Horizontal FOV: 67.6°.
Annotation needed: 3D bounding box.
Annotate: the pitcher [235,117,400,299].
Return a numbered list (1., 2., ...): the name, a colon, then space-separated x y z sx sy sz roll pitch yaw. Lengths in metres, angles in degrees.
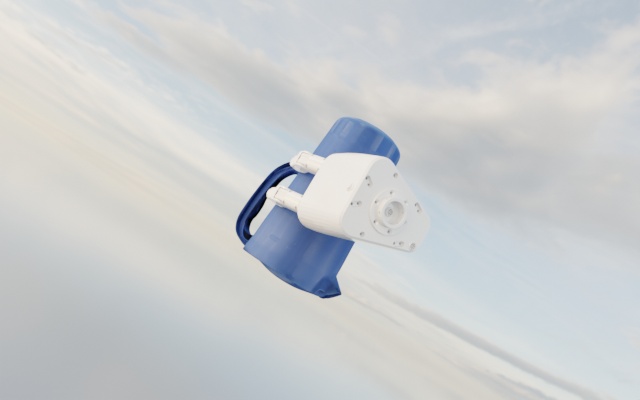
1. pitcher: 0.000 0.002 0.678 0.149 0.243 0.145 36 -10 -21
